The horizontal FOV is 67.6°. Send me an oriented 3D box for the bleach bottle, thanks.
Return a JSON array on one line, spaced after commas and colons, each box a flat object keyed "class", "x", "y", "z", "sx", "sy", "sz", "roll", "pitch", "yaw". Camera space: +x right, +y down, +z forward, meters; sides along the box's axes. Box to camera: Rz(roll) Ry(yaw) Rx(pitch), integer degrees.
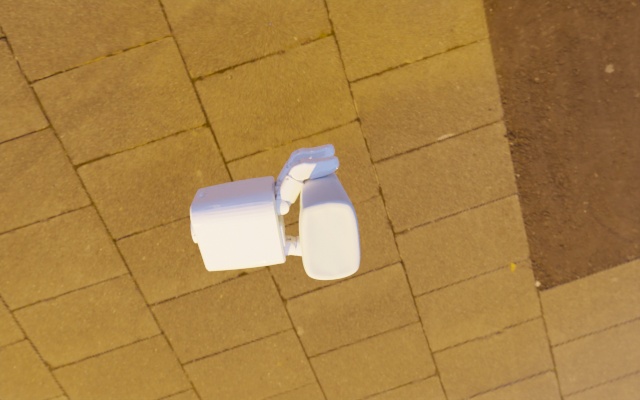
[{"class": "bleach bottle", "x": 0.000, "y": 0.002, "z": 0.650, "sx": 0.068, "sy": 0.103, "sz": 0.250, "roll": -6, "pitch": 21, "yaw": -3}]
